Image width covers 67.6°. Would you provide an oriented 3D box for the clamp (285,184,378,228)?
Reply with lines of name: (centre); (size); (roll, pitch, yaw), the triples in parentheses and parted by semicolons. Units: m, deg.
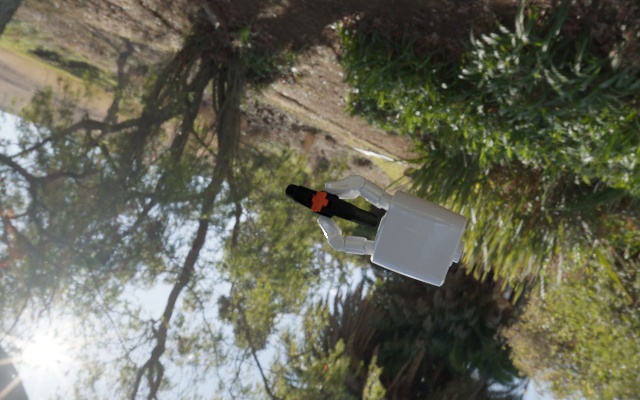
clamp: (0.000, 0.003, 0.724); (0.164, 0.036, 0.210); (19, 0, 13)
